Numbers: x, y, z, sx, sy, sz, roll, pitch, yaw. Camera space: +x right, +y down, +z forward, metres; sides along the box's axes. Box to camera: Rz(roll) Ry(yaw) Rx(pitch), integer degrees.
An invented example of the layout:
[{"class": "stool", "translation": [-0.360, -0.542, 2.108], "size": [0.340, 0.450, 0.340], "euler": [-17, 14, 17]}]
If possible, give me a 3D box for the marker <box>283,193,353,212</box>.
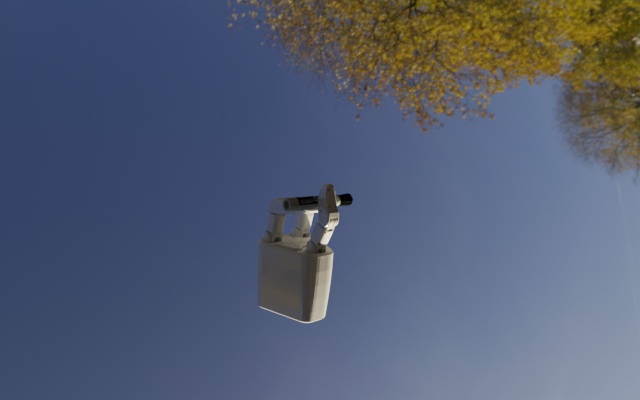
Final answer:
[{"class": "marker", "translation": [0.000, 0.002, 0.681], "size": [0.121, 0.020, 0.020], "euler": [-5, 3, -40]}]
